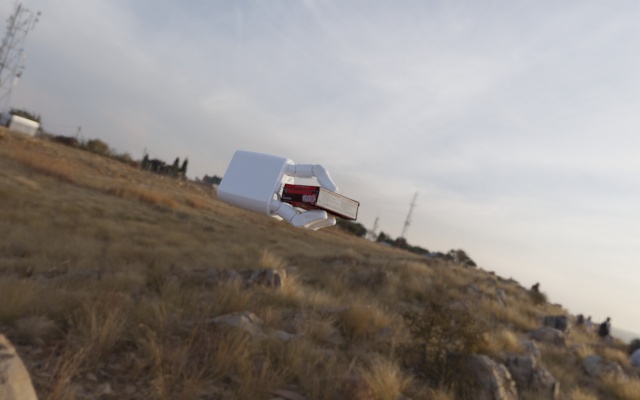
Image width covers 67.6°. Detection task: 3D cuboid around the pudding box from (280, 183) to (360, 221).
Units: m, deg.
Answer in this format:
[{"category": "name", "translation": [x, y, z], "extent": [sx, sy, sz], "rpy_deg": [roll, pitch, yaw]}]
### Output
[{"category": "pudding box", "translation": [0.000, 0.003, 0.841], "extent": [0.090, 0.039, 0.113], "rpy_deg": [8, -7, 45]}]
